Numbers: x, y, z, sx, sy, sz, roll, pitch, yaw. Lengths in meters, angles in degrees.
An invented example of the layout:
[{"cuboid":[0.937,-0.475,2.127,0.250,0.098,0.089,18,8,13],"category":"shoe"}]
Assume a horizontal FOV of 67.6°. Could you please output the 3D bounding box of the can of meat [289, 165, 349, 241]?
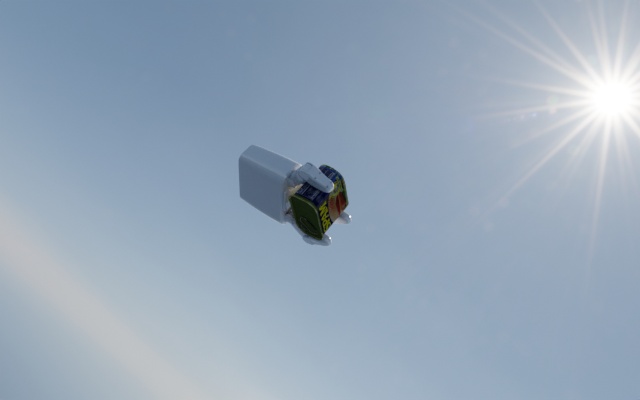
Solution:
[{"cuboid":[0.000,0.002,0.801,0.057,0.084,0.102,26,-30,28],"category":"can of meat"}]
